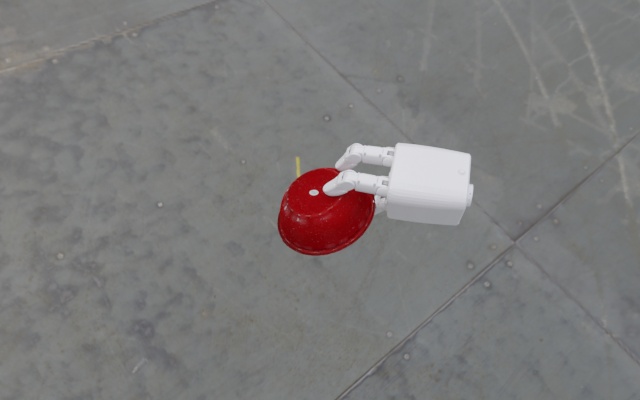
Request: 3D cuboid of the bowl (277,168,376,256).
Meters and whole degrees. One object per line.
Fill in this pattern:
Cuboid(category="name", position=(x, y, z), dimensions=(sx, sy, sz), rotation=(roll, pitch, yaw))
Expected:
Cuboid(category="bowl", position=(-0.001, 0.002, 0.733), dimensions=(0.162, 0.162, 0.055), rotation=(0, -37, 23))
